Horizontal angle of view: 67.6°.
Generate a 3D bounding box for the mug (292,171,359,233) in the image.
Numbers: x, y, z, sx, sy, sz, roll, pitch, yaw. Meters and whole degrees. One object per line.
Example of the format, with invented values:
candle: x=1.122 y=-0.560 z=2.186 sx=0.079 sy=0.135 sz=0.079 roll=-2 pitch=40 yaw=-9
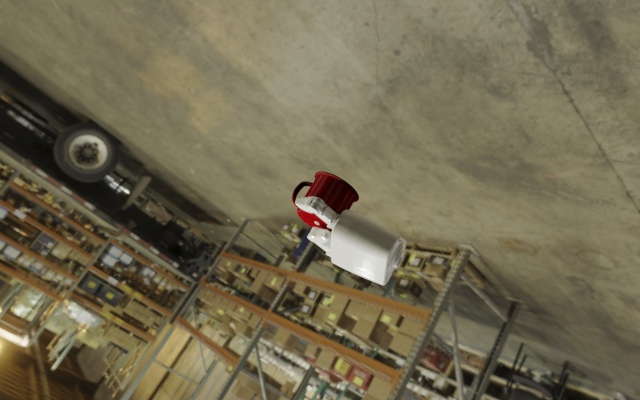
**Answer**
mug: x=-0.001 y=0.002 z=0.867 sx=0.117 sy=0.081 sz=0.093 roll=23 pitch=-20 yaw=22
